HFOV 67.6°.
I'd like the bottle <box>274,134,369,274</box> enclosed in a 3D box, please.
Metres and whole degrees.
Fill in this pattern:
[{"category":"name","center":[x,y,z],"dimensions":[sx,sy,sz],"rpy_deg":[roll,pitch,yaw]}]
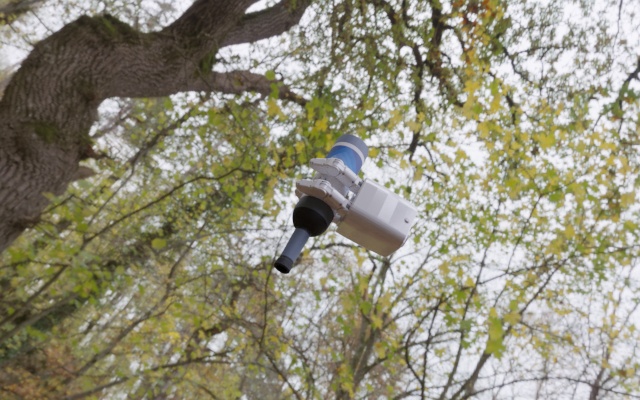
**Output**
[{"category":"bottle","center":[0.000,0.002,0.825],"dimensions":[0.069,0.295,0.069],"rpy_deg":[19,-37,15]}]
